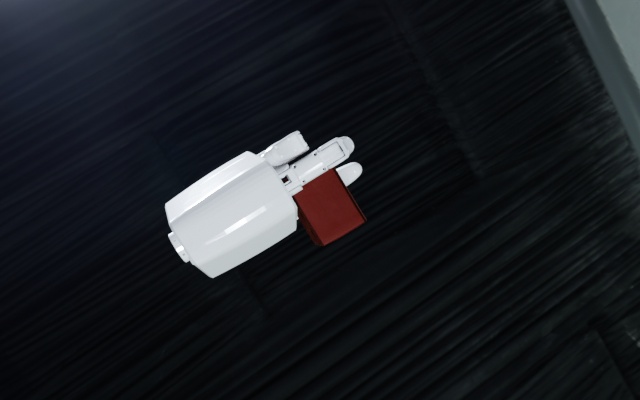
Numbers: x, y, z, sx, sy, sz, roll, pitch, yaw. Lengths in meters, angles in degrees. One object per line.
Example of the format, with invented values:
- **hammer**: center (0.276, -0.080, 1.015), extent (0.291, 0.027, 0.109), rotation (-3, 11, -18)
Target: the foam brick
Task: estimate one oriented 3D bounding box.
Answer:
- **foam brick**: center (0.000, 0.002, 0.490), extent (0.051, 0.078, 0.053), rotation (-32, 4, -12)
